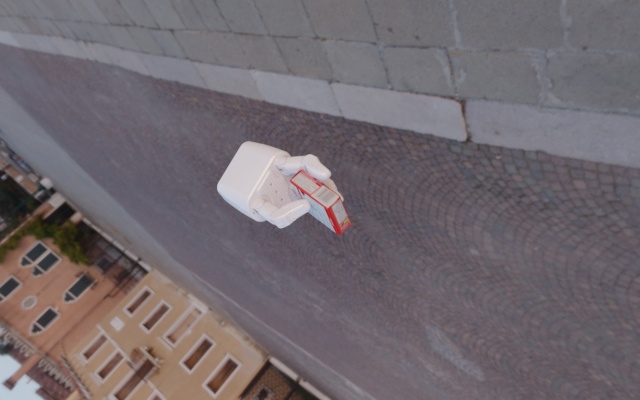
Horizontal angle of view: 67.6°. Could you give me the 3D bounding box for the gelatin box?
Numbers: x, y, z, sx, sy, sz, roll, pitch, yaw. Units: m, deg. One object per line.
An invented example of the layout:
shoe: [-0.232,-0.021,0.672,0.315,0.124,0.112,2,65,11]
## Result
gelatin box: [0.000,0.003,0.711,0.089,0.030,0.073,36,-18,36]
